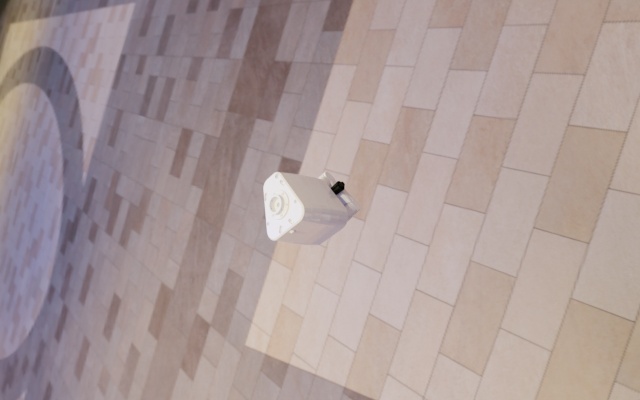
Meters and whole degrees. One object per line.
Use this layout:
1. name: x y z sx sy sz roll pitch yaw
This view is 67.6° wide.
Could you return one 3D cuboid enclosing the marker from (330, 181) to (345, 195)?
1. marker: 0.000 0.003 0.863 0.121 0.020 0.020 -39 -24 32
